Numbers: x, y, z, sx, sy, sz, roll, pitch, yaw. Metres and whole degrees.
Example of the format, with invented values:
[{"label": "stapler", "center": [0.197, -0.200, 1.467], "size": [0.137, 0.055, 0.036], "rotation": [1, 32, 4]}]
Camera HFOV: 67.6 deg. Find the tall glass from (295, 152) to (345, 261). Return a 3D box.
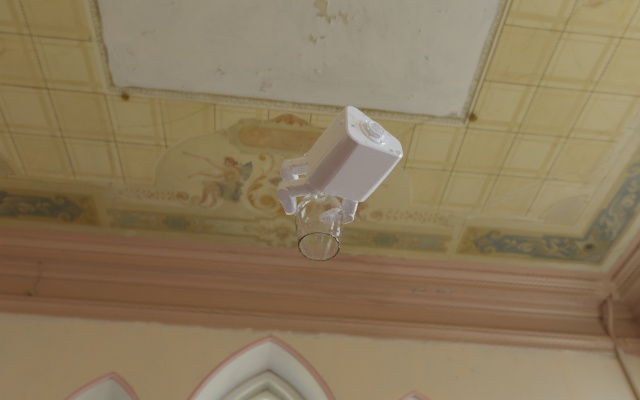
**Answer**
[{"label": "tall glass", "center": [0.000, 0.002, 0.772], "size": [0.079, 0.079, 0.200], "rotation": [0, 42, 2]}]
